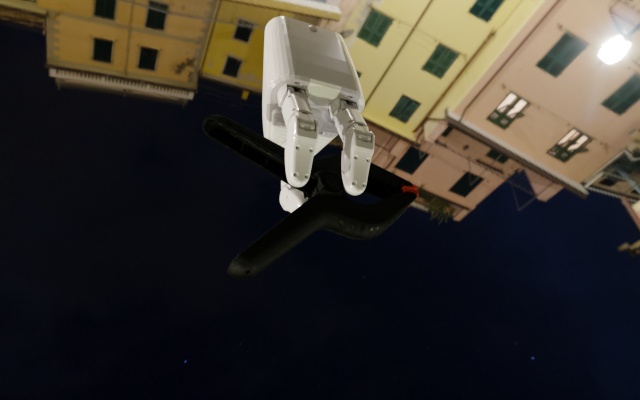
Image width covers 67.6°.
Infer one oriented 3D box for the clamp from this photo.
[{"bbox_3d":[0.000,0.002,0.430,0.210,0.164,0.036,8,-40,-23],"label":"clamp"}]
